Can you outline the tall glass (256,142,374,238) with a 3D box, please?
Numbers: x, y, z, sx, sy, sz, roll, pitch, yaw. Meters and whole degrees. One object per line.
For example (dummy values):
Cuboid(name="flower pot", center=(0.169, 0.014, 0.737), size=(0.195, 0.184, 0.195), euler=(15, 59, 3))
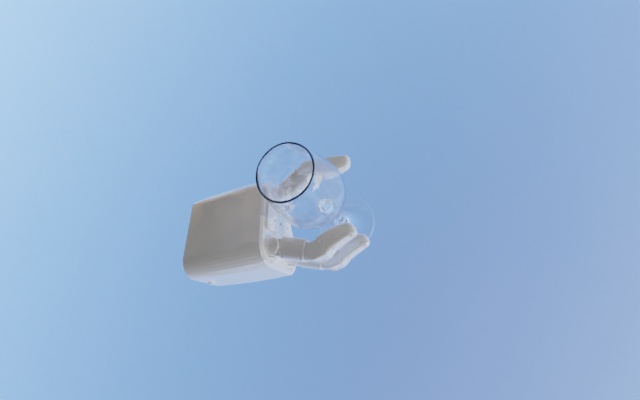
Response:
Cuboid(name="tall glass", center=(0.000, 0.002, 0.539), size=(0.079, 0.079, 0.201), euler=(0, -17, 21))
